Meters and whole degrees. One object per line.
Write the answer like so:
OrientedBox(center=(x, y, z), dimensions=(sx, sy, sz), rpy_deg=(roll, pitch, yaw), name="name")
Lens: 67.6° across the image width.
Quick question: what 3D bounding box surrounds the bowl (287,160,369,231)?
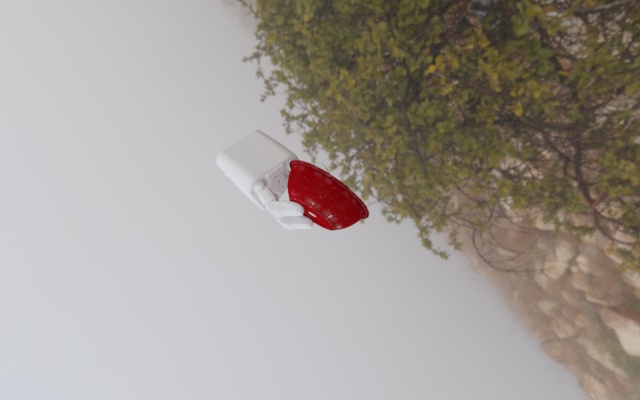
OrientedBox(center=(0.001, 0.003, 0.800), dimensions=(0.162, 0.055, 0.162), rpy_deg=(32, -14, 9), name="bowl")
